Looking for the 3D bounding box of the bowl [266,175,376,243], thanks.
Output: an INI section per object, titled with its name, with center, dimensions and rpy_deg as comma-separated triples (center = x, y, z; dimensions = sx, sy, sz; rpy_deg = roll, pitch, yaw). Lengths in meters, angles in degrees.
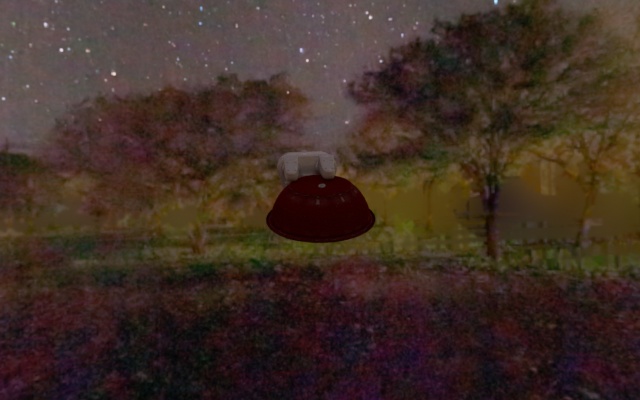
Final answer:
[bowl]
center = 0.001, 0.002, 0.696
dimensions = 0.162, 0.055, 0.162
rpy_deg = 0, 23, 0
